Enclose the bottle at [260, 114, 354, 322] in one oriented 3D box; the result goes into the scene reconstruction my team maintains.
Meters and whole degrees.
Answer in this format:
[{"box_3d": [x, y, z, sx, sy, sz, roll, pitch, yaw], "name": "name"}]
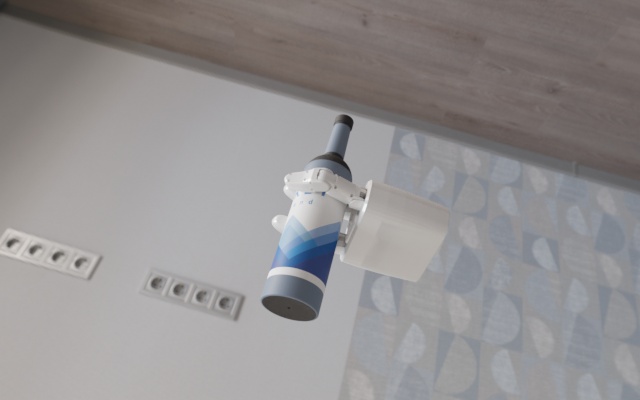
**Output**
[{"box_3d": [0.000, 0.002, 0.605, 0.069, 0.295, 0.069, 11, -34, 8], "name": "bottle"}]
